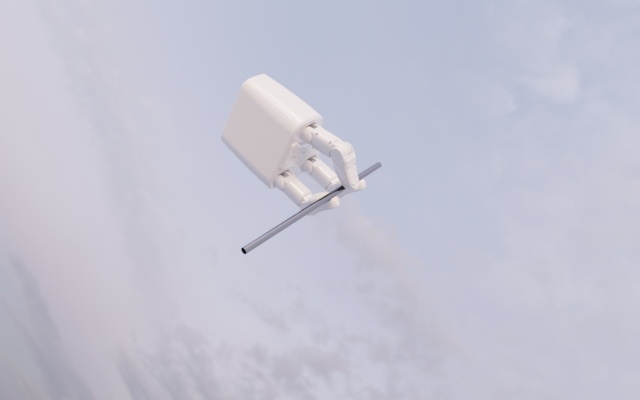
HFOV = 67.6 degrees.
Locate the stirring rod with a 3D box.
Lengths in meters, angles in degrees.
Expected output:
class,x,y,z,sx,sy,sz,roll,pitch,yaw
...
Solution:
class,x,y,z,sx,sy,sz,roll,pitch,yaw
stirring rod,0.000,0.002,0.564,0.011,0.011,0.239,0,24,46
